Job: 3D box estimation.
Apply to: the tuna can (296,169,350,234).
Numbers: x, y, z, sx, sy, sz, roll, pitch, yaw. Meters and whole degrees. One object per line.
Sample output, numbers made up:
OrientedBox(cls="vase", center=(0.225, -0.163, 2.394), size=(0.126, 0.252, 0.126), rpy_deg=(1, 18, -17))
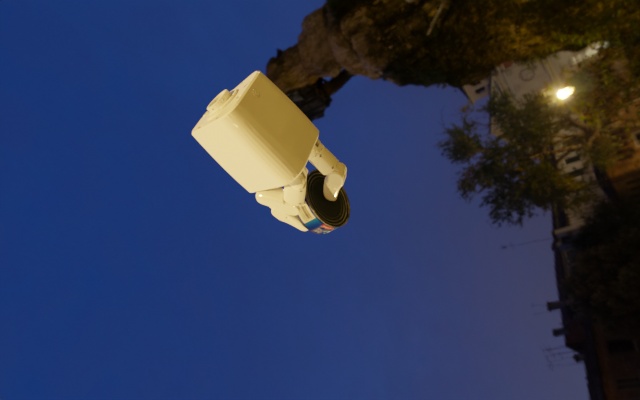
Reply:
OrientedBox(cls="tuna can", center=(0.000, 0.002, 0.657), size=(0.034, 0.086, 0.086), rpy_deg=(-28, -18, 37))
